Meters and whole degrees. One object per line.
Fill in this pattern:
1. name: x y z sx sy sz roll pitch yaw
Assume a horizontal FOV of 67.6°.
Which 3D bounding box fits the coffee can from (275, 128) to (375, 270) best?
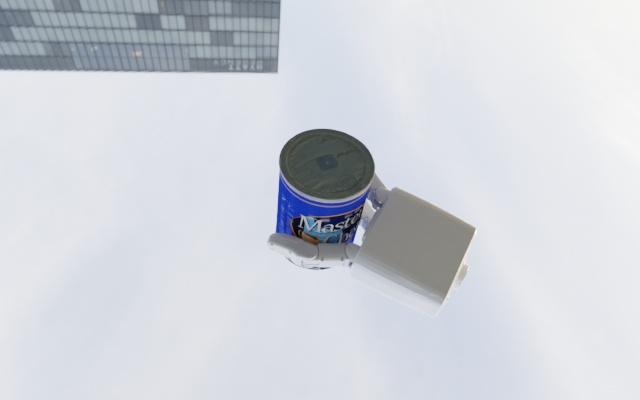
1. coffee can: 0.000 0.002 0.558 0.103 0.102 0.140 0 -38 -8
